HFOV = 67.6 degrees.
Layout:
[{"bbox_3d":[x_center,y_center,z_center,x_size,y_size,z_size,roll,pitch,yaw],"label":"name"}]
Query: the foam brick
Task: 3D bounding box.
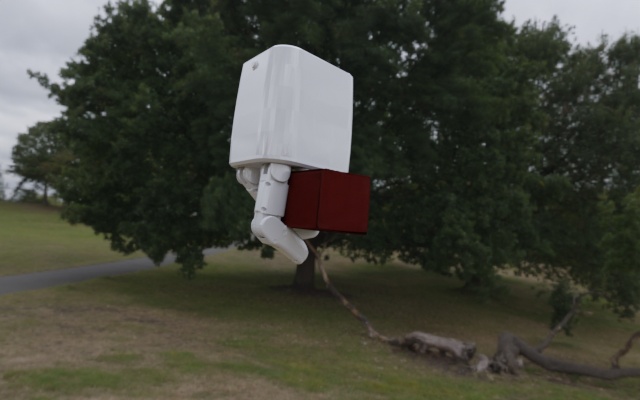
[{"bbox_3d":[0.000,0.001,0.425,0.053,0.051,0.078,9,-5,-33],"label":"foam brick"}]
